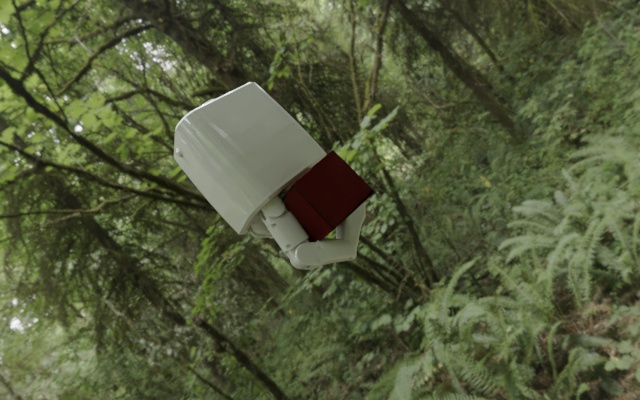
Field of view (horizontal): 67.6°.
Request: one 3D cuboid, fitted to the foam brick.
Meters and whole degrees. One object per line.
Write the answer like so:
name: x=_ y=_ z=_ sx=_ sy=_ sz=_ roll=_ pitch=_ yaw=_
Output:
foam brick: x=0.000 y=0.001 z=0.428 sx=0.053 sy=0.051 sz=0.078 roll=-42 pitch=-2 yaw=-25
